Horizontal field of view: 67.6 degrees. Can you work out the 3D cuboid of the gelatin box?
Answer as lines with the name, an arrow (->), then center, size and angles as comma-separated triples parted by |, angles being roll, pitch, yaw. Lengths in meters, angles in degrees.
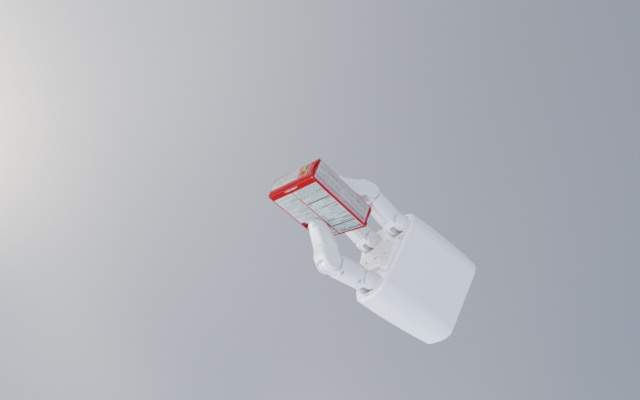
gelatin box -> 0.000, 0.002, 0.523 | 0.089, 0.030, 0.073 | 41, -41, -26
